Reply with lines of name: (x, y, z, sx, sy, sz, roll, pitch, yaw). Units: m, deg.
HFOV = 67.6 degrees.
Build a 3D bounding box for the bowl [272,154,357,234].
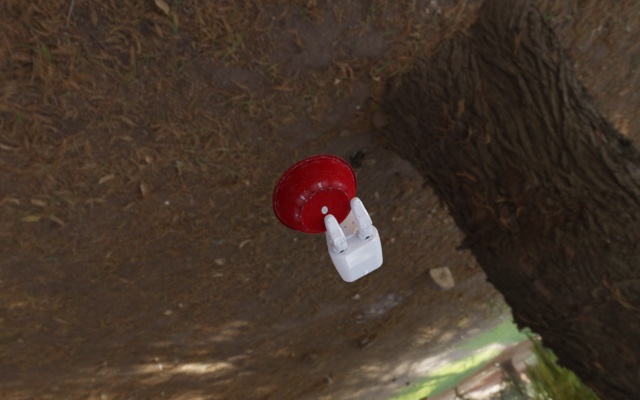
bowl: (0.000, 0.002, 0.834, 0.162, 0.162, 0.055, 0, 32, -25)
